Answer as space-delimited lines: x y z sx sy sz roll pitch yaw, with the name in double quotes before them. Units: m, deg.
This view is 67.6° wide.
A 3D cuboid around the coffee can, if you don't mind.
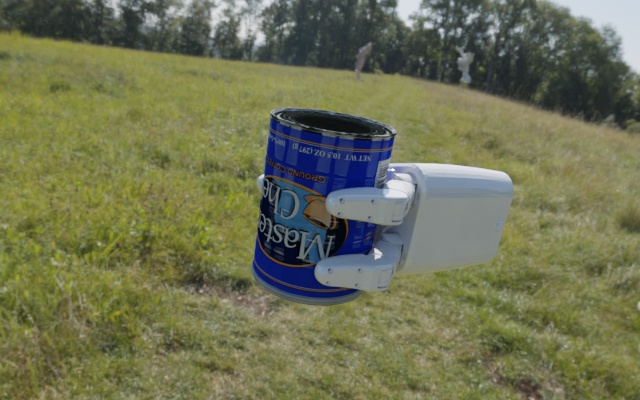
"coffee can" 0.000 0.001 0.403 0.103 0.140 0.102 8 19 -3
